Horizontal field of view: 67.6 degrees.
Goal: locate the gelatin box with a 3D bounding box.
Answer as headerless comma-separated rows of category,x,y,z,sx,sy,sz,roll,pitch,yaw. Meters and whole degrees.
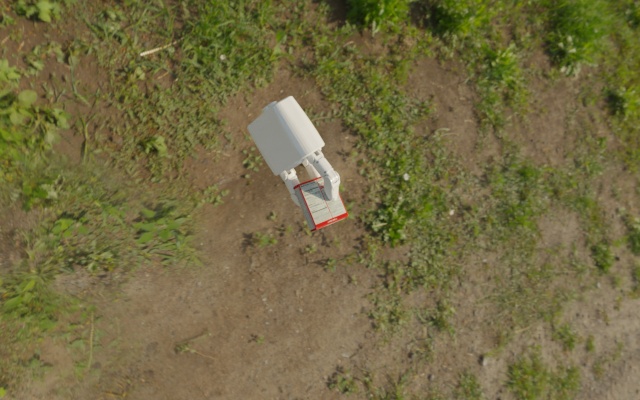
gelatin box,0.000,0.003,0.875,0.073,0.089,0.030,-21,-5,-29
